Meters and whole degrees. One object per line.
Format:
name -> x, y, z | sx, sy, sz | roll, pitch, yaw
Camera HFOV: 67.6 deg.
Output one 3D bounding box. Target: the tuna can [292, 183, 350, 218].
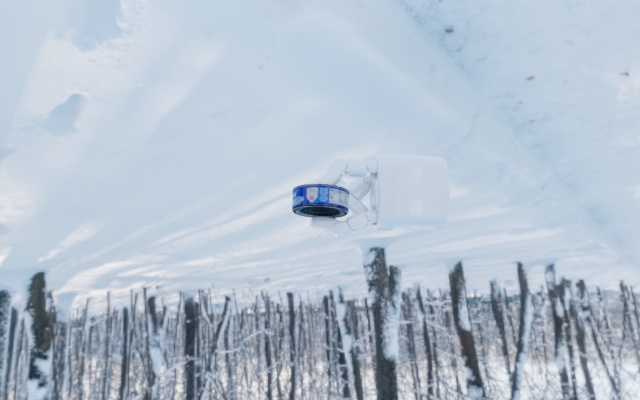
tuna can -> 0.000, 0.003, 0.712 | 0.086, 0.033, 0.086 | 2, -14, 1
